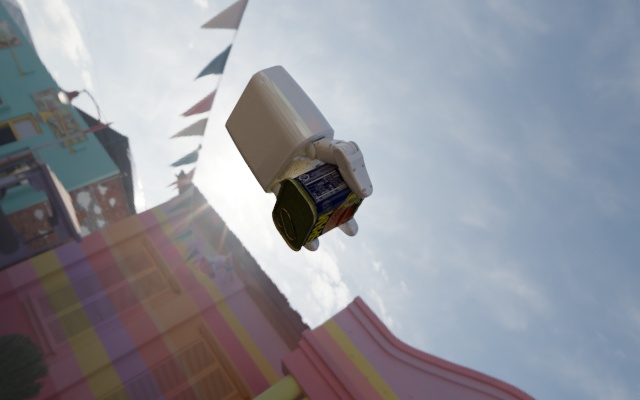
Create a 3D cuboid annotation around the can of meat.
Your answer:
[{"bbox_3d":[0.000,0.002,0.535,0.084,0.057,0.102,-27,-19,-29],"label":"can of meat"}]
